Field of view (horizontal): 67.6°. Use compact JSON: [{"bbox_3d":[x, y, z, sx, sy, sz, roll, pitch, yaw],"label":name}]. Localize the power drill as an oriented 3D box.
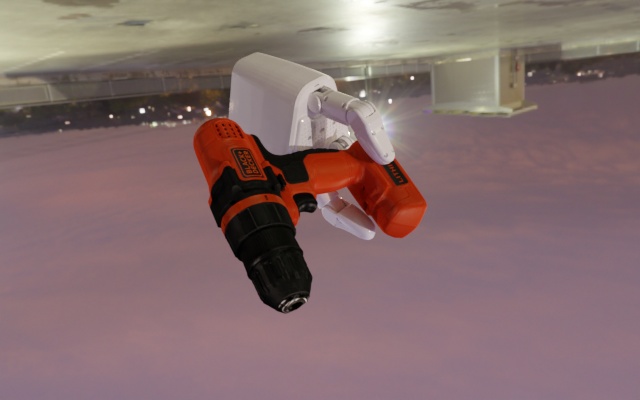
[{"bbox_3d":[0.000,0.001,0.410,0.187,0.184,0.057,-2,-40,-36],"label":"power drill"}]
